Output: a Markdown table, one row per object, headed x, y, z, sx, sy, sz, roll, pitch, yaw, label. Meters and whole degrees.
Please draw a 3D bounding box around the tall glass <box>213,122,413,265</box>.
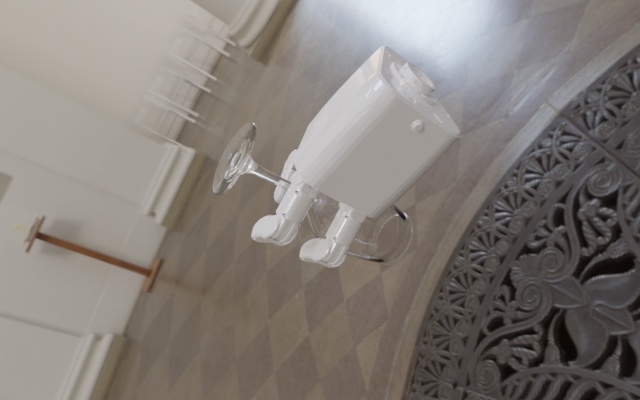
| x | y | z | sx | sy | sz | roll | pitch | yaw | label |
| --- | --- | --- | --- | --- | --- | --- | --- | --- | --- |
| -0.001 | 0.001 | 0.477 | 0.201 | 0.079 | 0.079 | 27 | -13 | -27 | tall glass |
